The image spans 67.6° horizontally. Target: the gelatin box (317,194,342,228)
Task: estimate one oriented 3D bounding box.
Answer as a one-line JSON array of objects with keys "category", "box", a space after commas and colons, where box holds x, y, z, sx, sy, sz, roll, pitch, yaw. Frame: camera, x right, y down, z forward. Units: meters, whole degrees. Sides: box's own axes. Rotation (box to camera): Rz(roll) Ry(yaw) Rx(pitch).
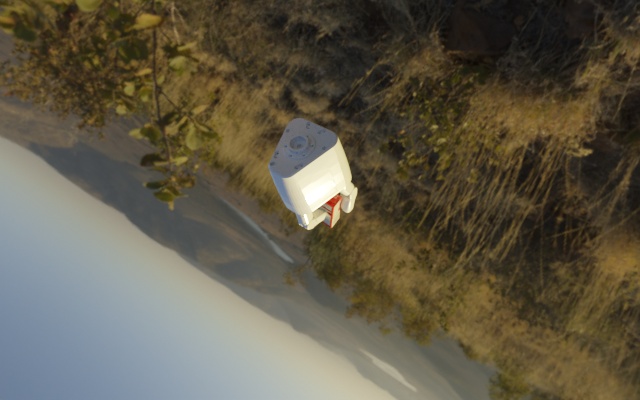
[{"category": "gelatin box", "box": [0.000, 0.003, 0.865, 0.073, 0.030, 0.089, 33, -24, 15]}]
